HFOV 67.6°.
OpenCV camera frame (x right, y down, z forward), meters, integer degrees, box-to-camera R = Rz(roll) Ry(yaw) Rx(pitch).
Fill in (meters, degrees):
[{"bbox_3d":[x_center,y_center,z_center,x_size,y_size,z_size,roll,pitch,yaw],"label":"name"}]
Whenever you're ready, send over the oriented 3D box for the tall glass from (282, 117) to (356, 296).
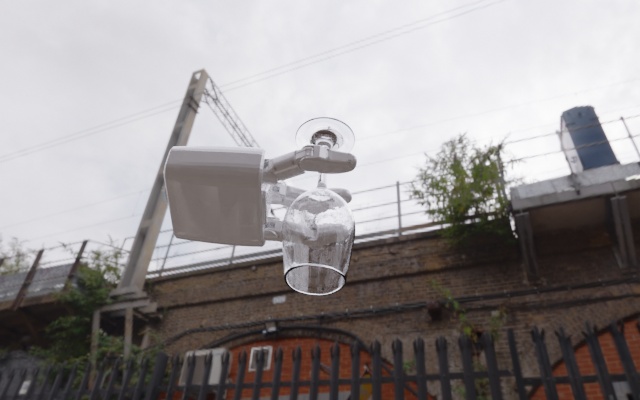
[{"bbox_3d":[0.000,0.001,0.531,0.079,0.200,0.079,2,-39,2],"label":"tall glass"}]
